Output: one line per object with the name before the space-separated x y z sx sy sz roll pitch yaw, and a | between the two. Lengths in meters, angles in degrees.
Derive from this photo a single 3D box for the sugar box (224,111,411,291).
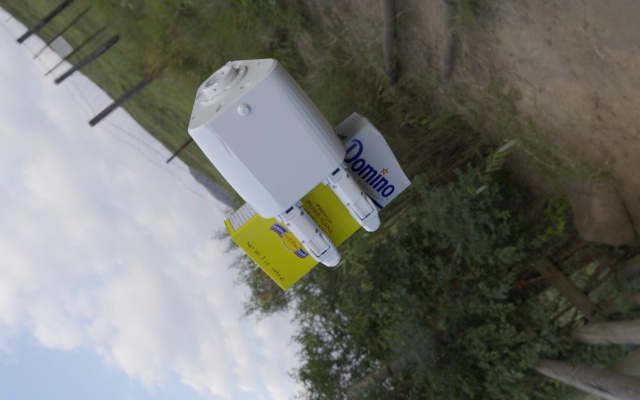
sugar box | 0.000 0.002 0.490 0.176 0.093 0.048 -40 33 0
